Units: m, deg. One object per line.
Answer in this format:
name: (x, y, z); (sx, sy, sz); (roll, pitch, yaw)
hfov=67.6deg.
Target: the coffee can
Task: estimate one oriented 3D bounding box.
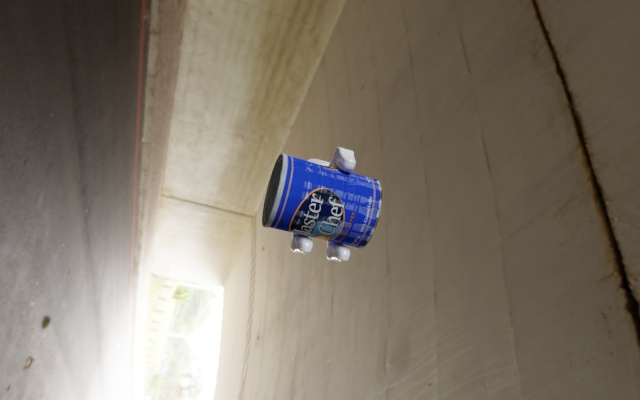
coffee can: (0.000, 0.002, 0.660); (0.140, 0.103, 0.103); (14, -4, -14)
